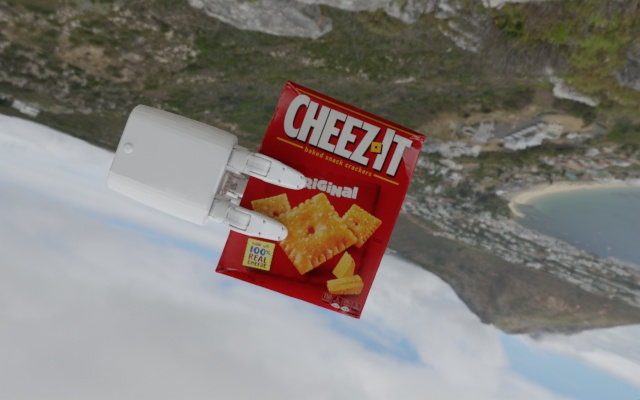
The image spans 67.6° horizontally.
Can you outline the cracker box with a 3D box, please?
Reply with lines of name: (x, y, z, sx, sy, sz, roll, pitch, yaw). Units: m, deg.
cracker box: (0.000, 0.002, 0.524, 0.164, 0.213, 0.072, 21, -1, -6)
